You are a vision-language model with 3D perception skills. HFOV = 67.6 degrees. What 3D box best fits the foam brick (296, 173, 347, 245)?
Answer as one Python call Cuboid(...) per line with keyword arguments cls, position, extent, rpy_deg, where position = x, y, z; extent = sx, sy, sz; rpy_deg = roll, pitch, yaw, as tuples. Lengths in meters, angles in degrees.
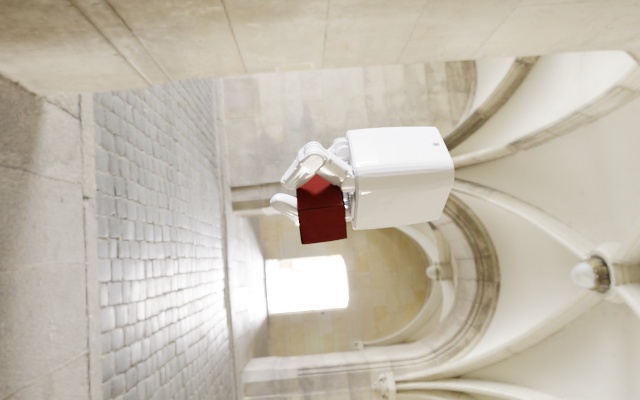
Cuboid(cls="foam brick", position=(0.000, 0.002, 0.532), extent=(0.051, 0.053, 0.078), rpy_deg=(-5, 42, -1))
